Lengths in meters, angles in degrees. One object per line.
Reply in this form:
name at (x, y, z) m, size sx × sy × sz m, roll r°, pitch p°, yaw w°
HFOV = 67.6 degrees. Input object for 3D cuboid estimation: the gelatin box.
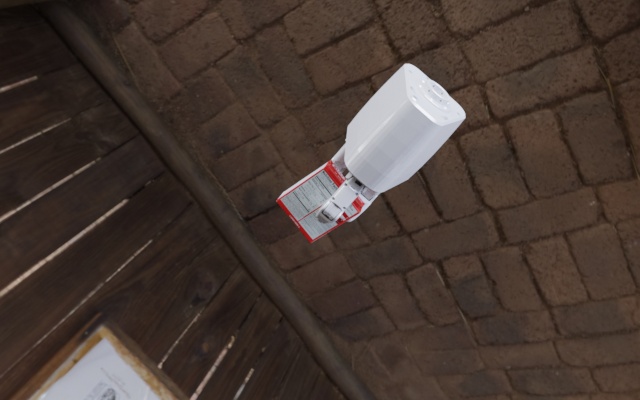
gelatin box at (0.000, 0.002, 0.610) m, size 0.089 × 0.073 × 0.030 m, roll -33°, pitch 11°, yaw 28°
